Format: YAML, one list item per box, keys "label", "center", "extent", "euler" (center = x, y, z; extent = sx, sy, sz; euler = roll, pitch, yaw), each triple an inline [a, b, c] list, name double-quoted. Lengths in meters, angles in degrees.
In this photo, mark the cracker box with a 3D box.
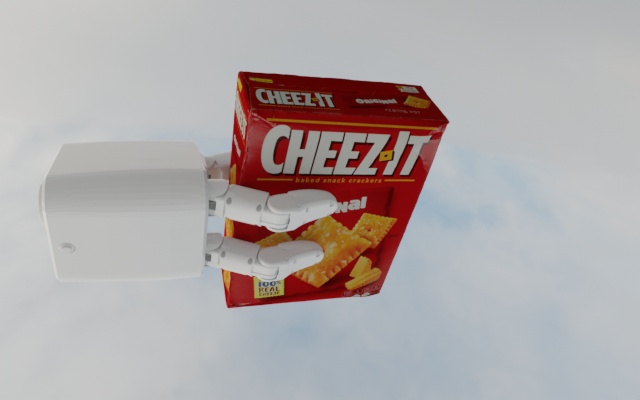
- label: "cracker box"
  center: [0.000, 0.001, 0.435]
  extent: [0.164, 0.214, 0.072]
  euler: [-1, 40, -19]
